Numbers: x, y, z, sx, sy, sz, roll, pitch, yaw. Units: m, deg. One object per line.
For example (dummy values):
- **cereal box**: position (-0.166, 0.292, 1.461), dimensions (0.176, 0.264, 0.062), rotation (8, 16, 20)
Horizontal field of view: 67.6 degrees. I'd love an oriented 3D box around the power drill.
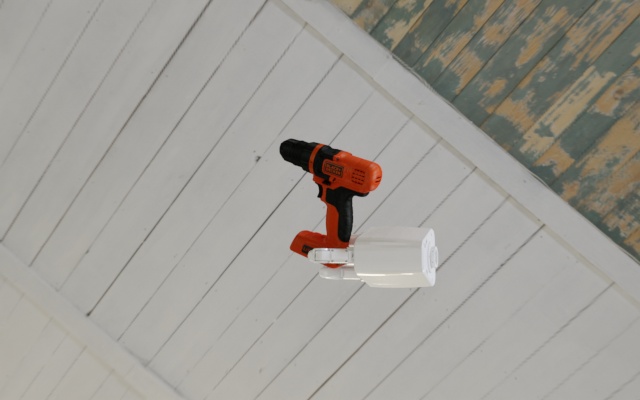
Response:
- **power drill**: position (0.000, 0.003, 0.776), dimensions (0.184, 0.188, 0.057), rotation (21, 24, 30)
